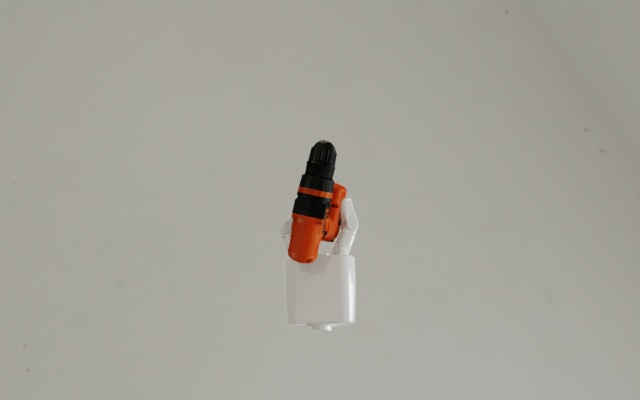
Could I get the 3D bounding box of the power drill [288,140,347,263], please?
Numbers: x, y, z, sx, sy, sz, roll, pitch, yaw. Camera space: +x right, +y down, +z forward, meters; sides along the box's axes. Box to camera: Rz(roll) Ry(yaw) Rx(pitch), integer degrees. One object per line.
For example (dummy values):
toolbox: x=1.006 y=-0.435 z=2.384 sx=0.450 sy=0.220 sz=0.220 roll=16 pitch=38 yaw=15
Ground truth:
power drill: x=0.000 y=0.003 z=0.775 sx=0.057 sy=0.184 sz=0.187 roll=14 pitch=2 yaw=11
